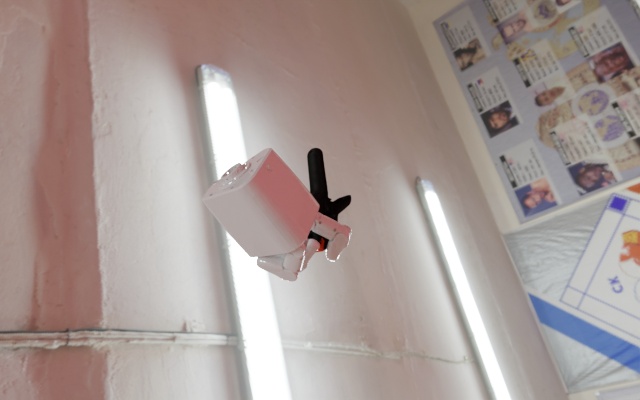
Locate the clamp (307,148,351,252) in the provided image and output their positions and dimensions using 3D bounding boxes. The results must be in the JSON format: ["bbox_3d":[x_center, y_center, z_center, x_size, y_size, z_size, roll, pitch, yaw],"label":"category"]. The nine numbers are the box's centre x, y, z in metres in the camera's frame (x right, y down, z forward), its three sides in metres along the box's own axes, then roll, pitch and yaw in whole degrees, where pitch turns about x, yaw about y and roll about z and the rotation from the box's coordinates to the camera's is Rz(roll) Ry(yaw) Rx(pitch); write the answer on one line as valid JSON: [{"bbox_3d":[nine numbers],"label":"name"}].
[{"bbox_3d":[0.000,0.003,0.712,0.039,0.120,0.171,-23,26,27],"label":"clamp"}]
